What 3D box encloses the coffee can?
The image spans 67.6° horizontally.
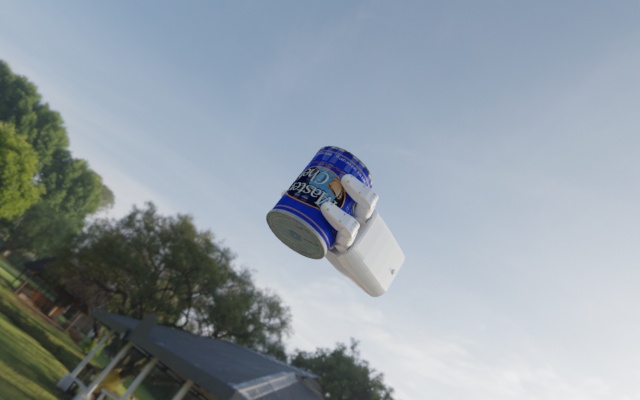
[{"bbox_3d":[0.000,0.002,0.716,0.103,0.140,0.103,28,-28,17],"label":"coffee can"}]
